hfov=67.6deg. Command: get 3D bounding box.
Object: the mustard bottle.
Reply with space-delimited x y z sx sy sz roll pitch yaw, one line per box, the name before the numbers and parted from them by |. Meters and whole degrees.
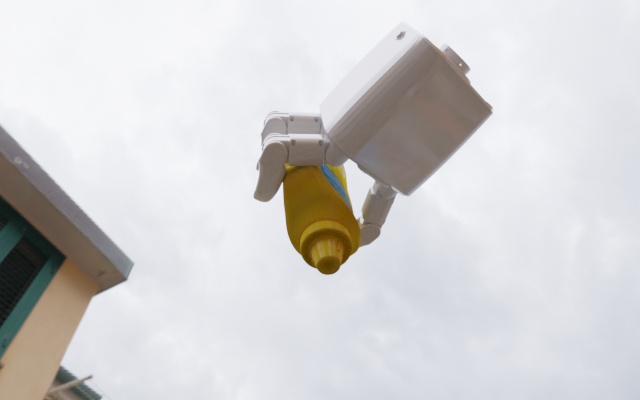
mustard bottle | 0.000 0.001 0.435 0.058 0.096 0.191 -23 29 8
